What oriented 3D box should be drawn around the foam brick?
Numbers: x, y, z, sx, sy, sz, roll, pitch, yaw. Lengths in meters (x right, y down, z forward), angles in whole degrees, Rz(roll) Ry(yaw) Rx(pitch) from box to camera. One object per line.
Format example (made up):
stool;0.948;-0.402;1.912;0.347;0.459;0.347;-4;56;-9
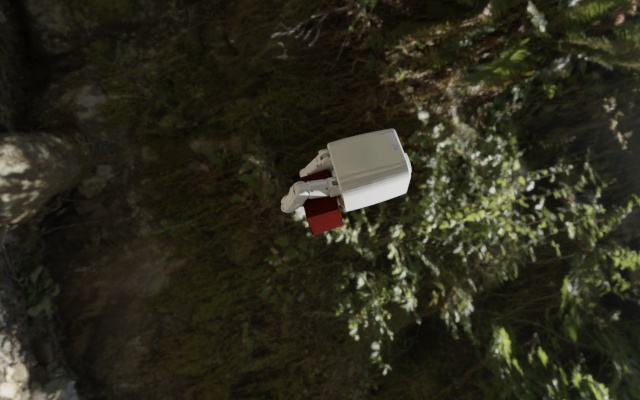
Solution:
foam brick;0.000;0.003;0.730;0.051;0.078;0.053;-15;-33;2
